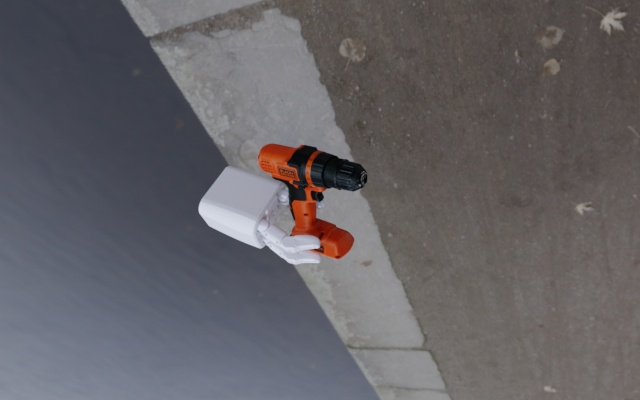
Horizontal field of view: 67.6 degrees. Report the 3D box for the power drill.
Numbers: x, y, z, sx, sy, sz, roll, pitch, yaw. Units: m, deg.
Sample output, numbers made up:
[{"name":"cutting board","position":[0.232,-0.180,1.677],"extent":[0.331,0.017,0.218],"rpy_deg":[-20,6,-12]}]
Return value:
[{"name":"power drill","position":[0.000,0.003,0.735],"extent":[0.184,0.188,0.057],"rpy_deg":[17,47,34]}]
